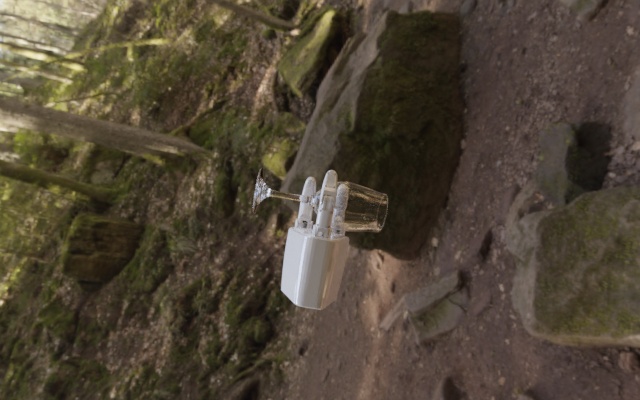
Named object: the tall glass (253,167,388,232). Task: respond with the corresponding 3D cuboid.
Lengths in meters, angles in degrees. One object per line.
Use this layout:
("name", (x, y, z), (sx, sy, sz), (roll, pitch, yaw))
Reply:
("tall glass", (-0.001, 0.002, 0.744), (0.201, 0.079, 0.079), (10, -1, -3))
